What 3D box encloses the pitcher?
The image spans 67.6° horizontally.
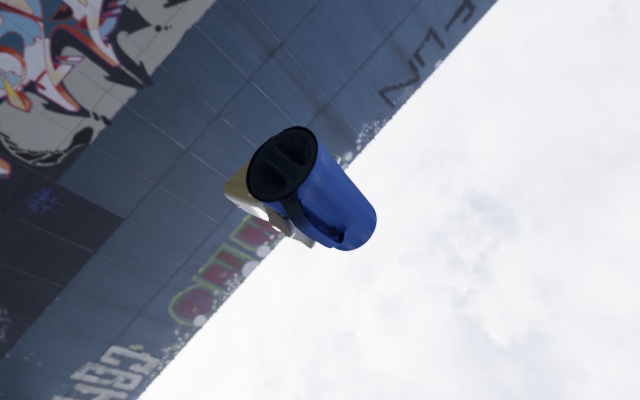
[{"bbox_3d":[0.000,0.003,0.798,0.145,0.149,0.243,15,-18,41],"label":"pitcher"}]
